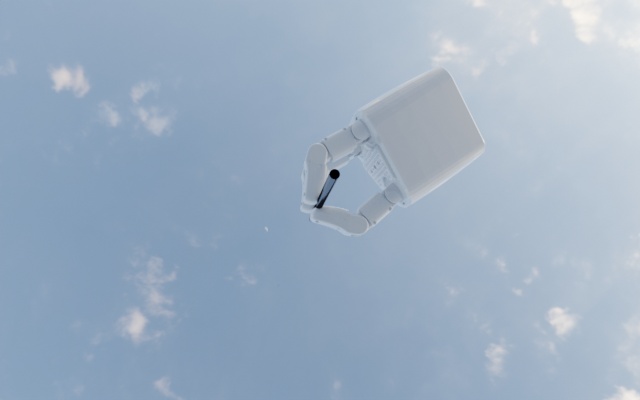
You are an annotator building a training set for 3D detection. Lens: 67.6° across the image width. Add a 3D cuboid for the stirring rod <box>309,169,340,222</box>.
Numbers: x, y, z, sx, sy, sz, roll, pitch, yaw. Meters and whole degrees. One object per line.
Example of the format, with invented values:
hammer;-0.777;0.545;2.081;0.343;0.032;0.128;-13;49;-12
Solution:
stirring rod;0.000;0.002;0.471;0.011;0.011;0.239;0;-10;-5
